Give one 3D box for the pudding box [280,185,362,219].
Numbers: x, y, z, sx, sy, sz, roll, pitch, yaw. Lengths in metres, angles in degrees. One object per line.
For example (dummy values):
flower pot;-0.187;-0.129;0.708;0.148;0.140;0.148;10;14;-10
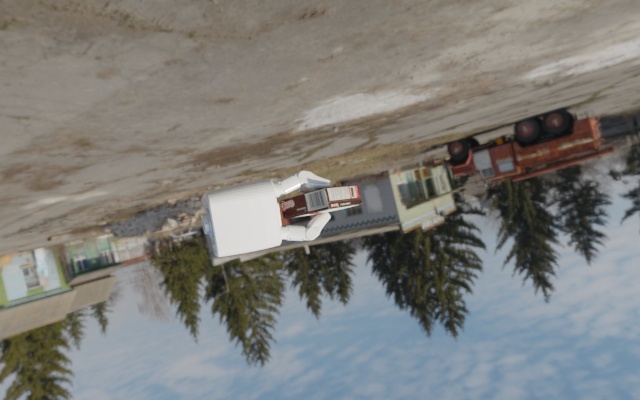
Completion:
pudding box;0.000;0.003;0.828;0.113;0.039;0.090;-12;-2;42
